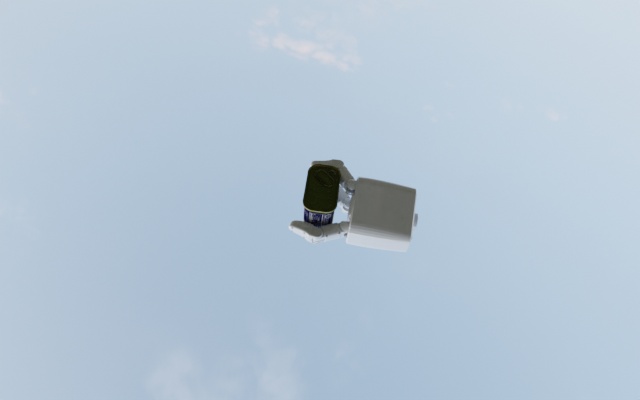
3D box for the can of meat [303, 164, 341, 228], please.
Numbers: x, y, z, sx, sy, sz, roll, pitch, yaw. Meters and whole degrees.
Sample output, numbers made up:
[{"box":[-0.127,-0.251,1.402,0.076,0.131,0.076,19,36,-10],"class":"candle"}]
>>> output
[{"box":[0.000,0.003,0.829,0.057,0.102,0.084,7,-37,1],"class":"can of meat"}]
